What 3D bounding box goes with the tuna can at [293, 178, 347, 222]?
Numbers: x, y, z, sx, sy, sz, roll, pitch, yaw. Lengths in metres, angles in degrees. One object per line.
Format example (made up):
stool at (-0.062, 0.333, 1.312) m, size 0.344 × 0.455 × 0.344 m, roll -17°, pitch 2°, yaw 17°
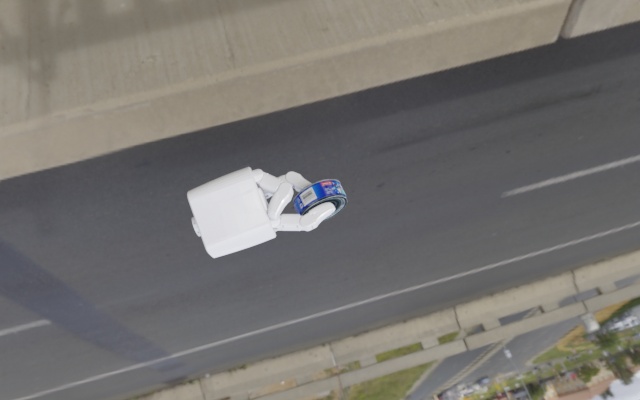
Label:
tuna can at (0.000, 0.003, 0.779) m, size 0.086 × 0.033 × 0.086 m, roll -21°, pitch -25°, yaw -10°
